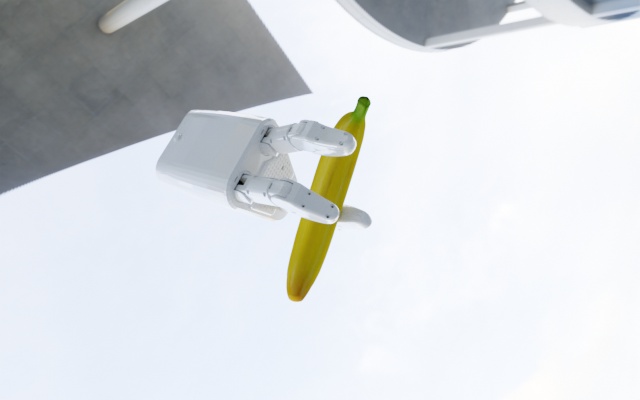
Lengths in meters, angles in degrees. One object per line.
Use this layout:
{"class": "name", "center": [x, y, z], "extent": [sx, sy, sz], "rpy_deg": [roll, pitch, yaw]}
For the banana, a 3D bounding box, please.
{"class": "banana", "center": [0.004, -0.002, 0.461], "extent": [0.037, 0.198, 0.069], "rpy_deg": [18, 3, 8]}
